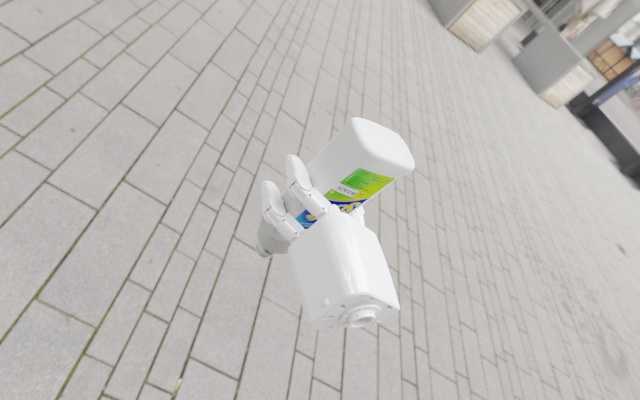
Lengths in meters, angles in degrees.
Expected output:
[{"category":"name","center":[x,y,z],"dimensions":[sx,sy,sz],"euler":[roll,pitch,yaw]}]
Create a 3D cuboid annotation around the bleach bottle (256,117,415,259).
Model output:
[{"category":"bleach bottle","center":[0.000,0.002,0.634],"dimensions":[0.102,0.068,0.251],"euler":[14,-46,-40]}]
